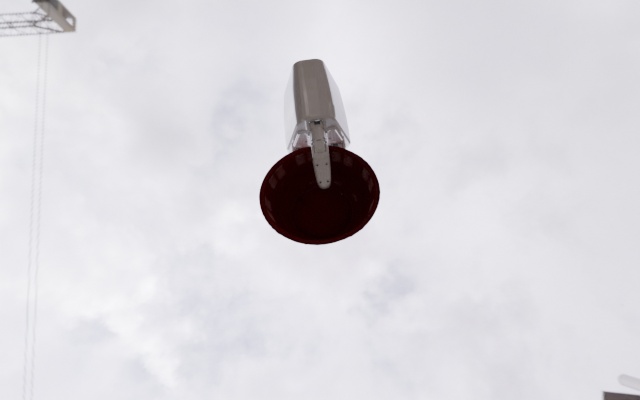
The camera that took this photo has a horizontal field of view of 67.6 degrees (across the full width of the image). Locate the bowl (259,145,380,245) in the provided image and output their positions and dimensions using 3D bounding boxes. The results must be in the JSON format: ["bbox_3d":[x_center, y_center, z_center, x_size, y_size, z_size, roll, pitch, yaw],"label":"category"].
[{"bbox_3d":[0.000,0.004,0.655,0.162,0.162,0.055,0,-34,5],"label":"bowl"}]
